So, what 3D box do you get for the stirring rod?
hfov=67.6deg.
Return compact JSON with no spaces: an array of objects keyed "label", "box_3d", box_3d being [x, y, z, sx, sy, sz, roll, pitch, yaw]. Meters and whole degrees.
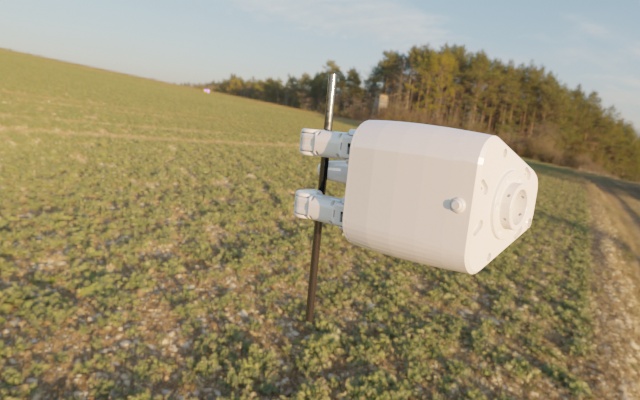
[{"label":"stirring rod","box_3d":[0.000,0.002,0.460,0.011,0.239,0.011,6,9,-1]}]
